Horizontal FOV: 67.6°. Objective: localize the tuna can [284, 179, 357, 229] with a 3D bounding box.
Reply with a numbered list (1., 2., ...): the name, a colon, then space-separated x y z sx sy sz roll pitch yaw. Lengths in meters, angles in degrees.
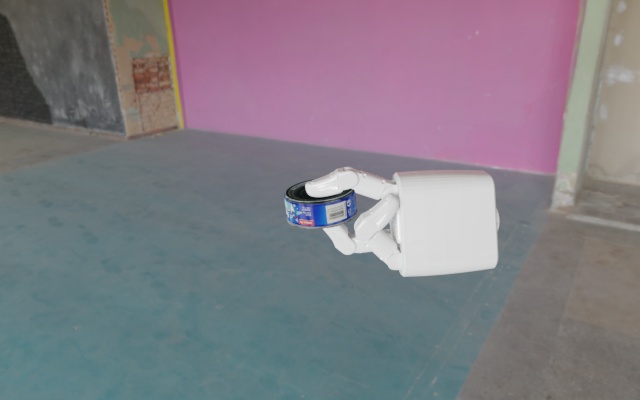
1. tuna can: 0.000 0.001 0.570 0.086 0.034 0.086 -6 21 2
